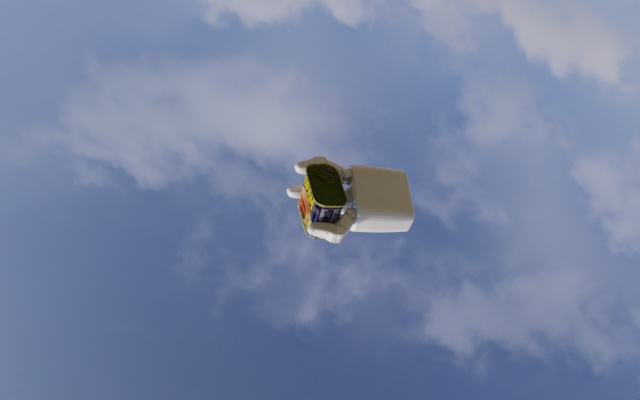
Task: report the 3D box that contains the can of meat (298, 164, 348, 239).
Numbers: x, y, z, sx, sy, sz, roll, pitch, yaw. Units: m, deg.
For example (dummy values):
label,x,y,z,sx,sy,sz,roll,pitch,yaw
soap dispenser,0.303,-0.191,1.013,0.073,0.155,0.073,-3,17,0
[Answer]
label,x,y,z,sx,sy,sz,roll,pitch,yaw
can of meat,0.000,0.003,0.804,0.057,0.084,0.102,1,44,-18
